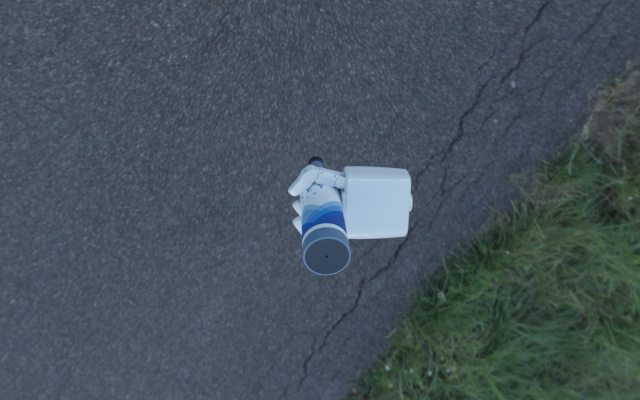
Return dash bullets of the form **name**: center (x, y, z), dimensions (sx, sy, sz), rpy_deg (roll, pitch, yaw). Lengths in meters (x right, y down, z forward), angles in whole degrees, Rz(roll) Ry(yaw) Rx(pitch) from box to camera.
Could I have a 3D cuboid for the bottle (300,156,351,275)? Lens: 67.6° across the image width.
- **bottle**: center (0.000, 0.003, 0.784), dimensions (0.069, 0.069, 0.295), rpy_deg (0, 31, -4)
